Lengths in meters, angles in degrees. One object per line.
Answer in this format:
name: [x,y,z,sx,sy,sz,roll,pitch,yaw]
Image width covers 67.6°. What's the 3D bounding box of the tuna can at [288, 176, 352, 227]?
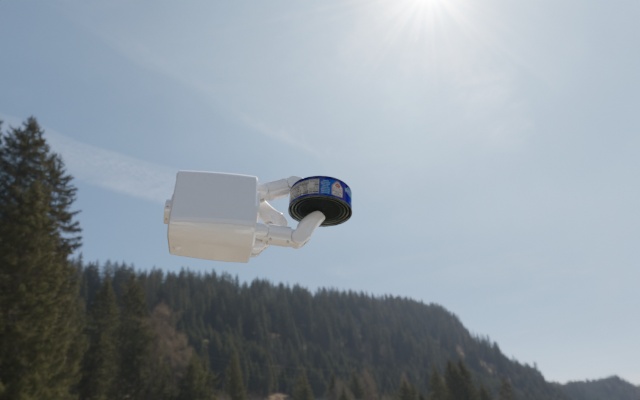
tuna can: [0.000,0.002,0.644,0.086,0.033,0.086,2,-30,1]
